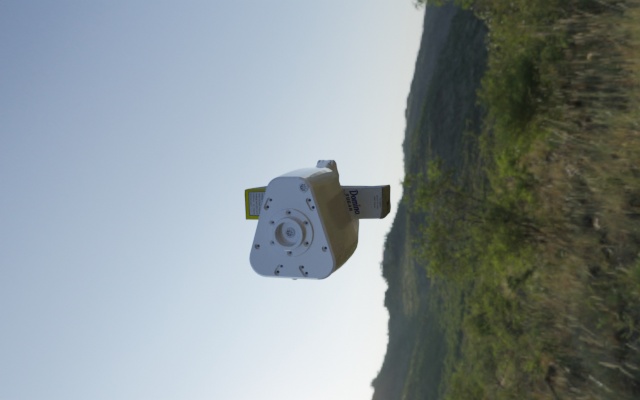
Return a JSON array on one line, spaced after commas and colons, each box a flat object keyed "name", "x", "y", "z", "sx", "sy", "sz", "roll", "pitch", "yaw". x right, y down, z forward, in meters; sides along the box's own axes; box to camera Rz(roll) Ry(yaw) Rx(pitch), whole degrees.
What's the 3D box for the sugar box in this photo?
[{"name": "sugar box", "x": 0.000, "y": 0.003, "z": 0.625, "sx": 0.176, "sy": 0.048, "sz": 0.093, "roll": 2, "pitch": 4, "yaw": 14}]
